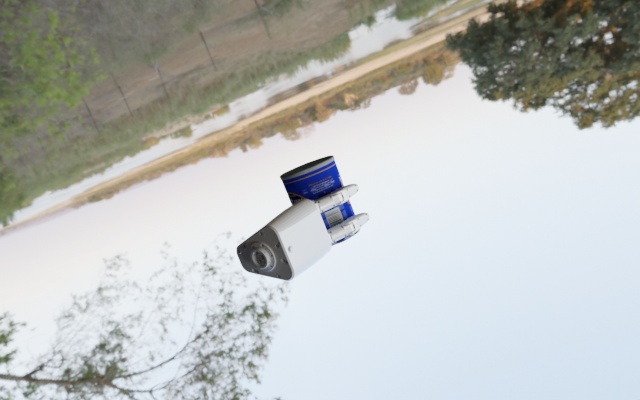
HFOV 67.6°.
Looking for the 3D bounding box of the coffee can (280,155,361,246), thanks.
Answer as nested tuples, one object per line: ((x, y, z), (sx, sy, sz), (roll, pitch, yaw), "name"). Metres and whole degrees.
((0.000, 0.003, 0.853), (0.103, 0.140, 0.103), (-21, 10, 4), "coffee can")
